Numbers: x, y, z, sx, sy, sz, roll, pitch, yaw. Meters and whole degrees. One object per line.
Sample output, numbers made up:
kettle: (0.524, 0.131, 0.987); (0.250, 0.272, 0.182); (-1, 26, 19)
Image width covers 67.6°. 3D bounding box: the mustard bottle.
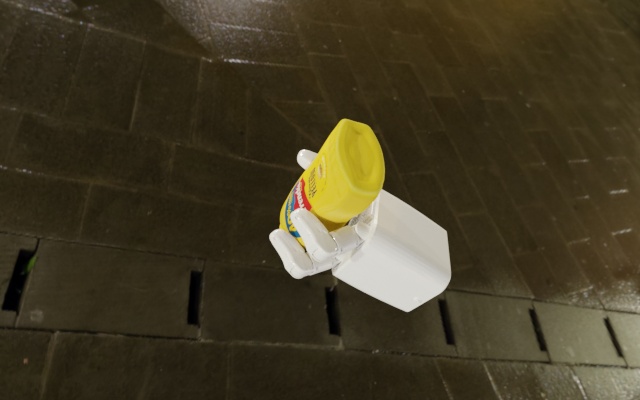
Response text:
mustard bottle: (0.000, 0.002, 0.543); (0.058, 0.096, 0.192); (10, -35, -24)
